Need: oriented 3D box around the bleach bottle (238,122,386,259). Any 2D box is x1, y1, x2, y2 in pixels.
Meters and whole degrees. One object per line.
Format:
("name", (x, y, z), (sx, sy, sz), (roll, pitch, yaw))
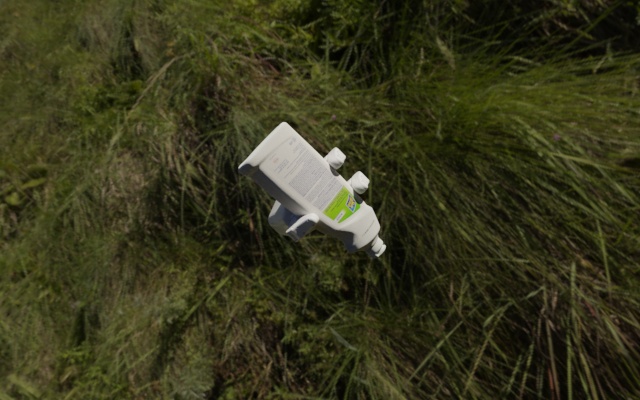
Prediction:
("bleach bottle", (0.000, 0.002, 0.731), (0.251, 0.102, 0.068), (44, -19, -12))
